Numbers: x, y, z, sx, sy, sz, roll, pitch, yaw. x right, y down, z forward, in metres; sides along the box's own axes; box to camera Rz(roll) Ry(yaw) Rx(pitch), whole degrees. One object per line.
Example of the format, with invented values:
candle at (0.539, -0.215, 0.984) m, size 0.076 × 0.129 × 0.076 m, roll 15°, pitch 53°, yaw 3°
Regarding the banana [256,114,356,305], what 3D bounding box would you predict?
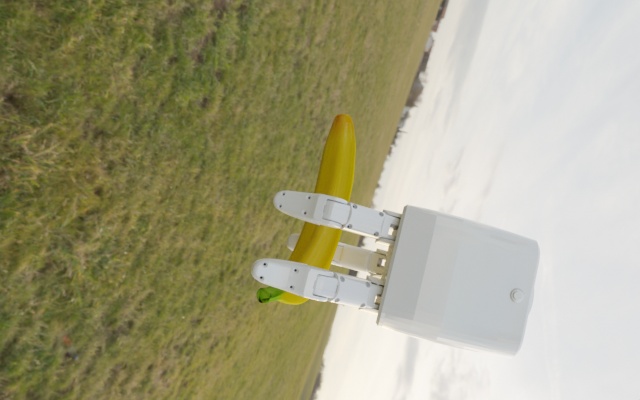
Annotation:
banana at (0.001, 0.014, 0.429) m, size 0.037 × 0.197 × 0.070 m, roll 12°, pitch -30°, yaw 15°
